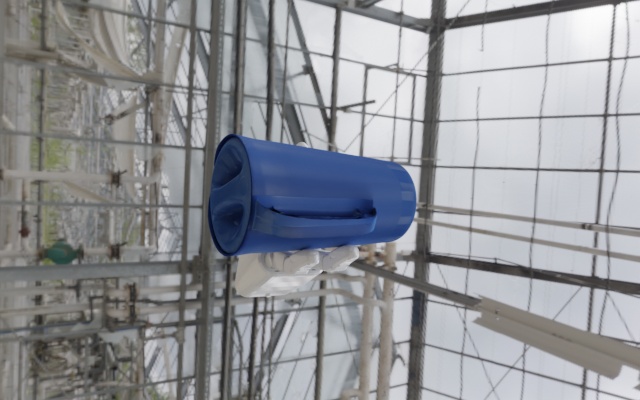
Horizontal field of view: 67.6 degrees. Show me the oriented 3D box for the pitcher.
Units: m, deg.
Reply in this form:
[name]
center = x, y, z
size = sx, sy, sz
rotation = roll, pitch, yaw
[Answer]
[pitcher]
center = 0.000, 0.002, 0.571
size = 0.243, 0.149, 0.145
rotation = 2, -30, -31
